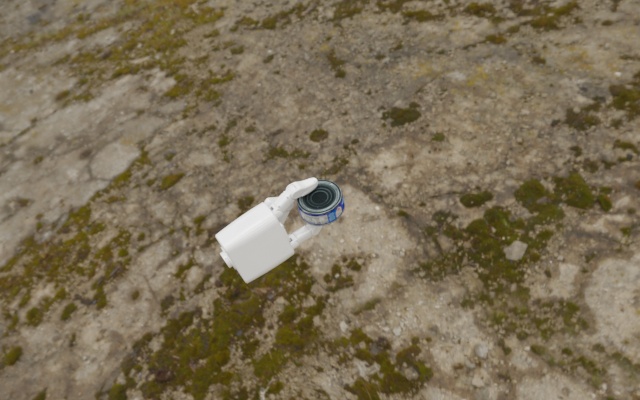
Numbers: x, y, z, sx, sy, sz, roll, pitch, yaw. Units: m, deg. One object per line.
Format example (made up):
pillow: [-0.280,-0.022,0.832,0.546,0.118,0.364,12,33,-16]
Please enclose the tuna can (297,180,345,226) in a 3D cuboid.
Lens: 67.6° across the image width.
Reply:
tuna can: [0.000,0.002,0.869,0.086,0.086,0.034,0,-41,12]
